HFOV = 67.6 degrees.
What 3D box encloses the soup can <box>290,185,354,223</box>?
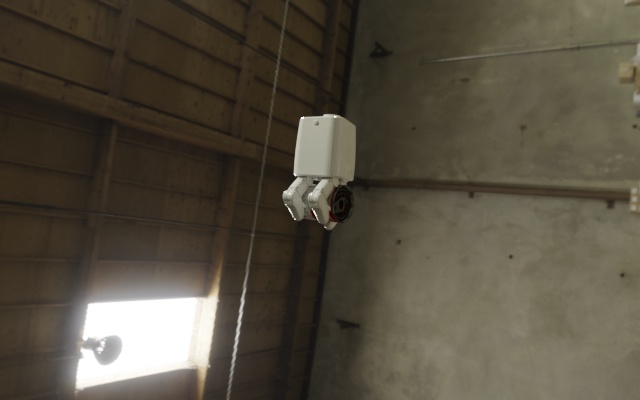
[{"bbox_3d":[0.000,0.003,0.867,0.102,0.068,0.068,5,3,35],"label":"soup can"}]
